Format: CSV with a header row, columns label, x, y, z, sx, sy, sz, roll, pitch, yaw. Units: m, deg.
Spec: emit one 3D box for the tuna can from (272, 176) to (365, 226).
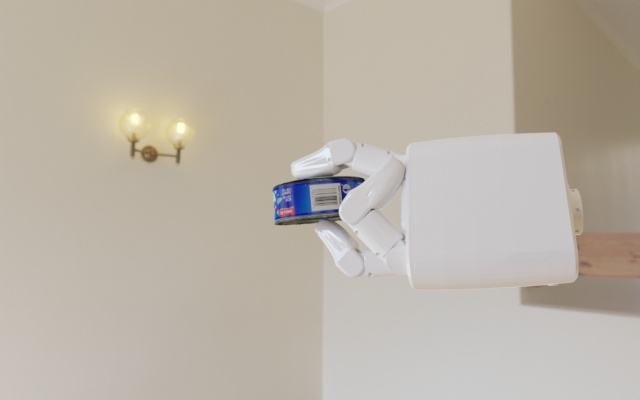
label,x,y,z,sx,sy,sz,roll,pitch,yaw
tuna can,0.000,0.001,0.425,0.086,0.033,0.086,-5,-6,-1
